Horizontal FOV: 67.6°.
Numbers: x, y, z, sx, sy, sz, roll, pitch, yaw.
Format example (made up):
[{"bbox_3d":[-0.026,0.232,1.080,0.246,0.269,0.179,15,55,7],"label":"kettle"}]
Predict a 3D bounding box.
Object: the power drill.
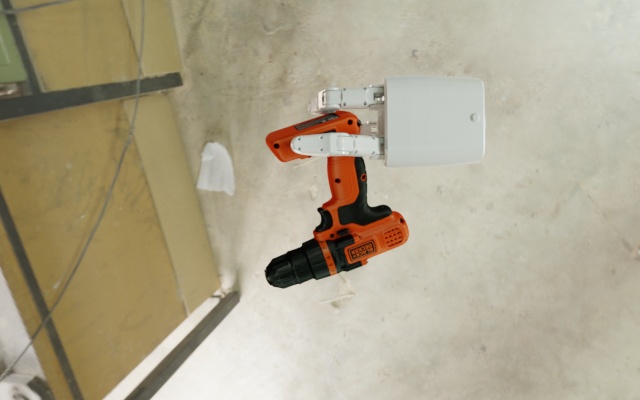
[{"bbox_3d":[0.000,0.001,0.561,0.184,0.188,0.057,-21,22,-7],"label":"power drill"}]
